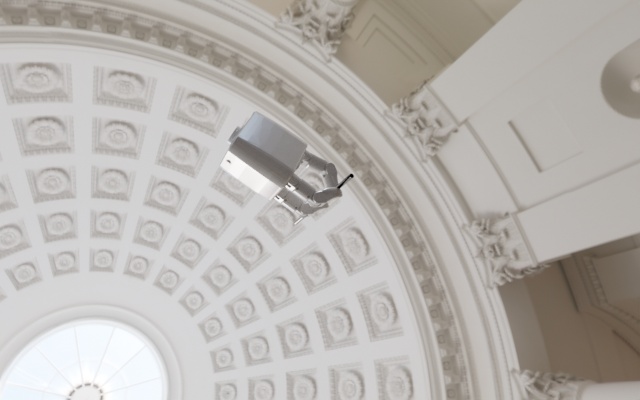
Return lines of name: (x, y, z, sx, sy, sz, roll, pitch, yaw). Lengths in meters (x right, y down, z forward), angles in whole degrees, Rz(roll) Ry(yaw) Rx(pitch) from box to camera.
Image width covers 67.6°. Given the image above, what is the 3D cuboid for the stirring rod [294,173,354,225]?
stirring rod: (0.000, 0.003, 0.853, 0.011, 0.011, 0.240, 0, -20, -26)
